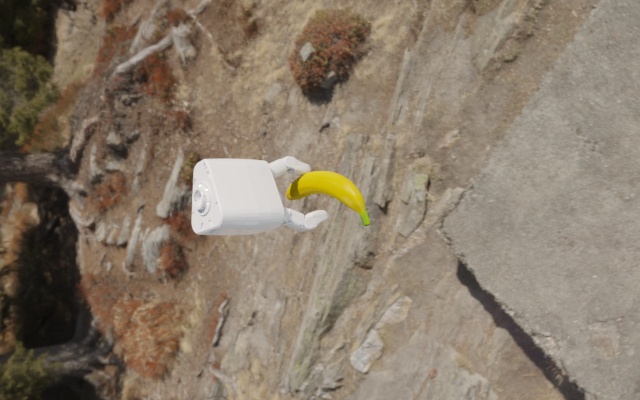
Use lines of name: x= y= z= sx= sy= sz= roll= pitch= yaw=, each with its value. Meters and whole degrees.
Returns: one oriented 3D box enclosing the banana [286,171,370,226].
banana: x=0.005 y=-0.015 z=0.781 sx=0.037 sy=0.069 sz=0.197 roll=0 pitch=13 yaw=-41
